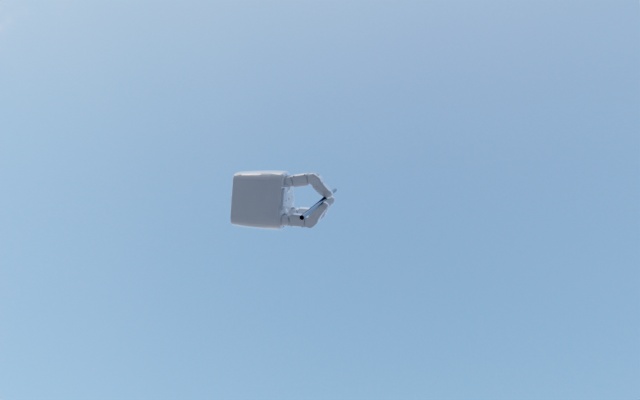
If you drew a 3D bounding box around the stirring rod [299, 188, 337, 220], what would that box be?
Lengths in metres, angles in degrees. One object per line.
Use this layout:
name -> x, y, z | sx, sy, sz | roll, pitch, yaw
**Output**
stirring rod -> 0.000, 0.003, 0.885 | 0.011, 0.011, 0.239 | 0, 12, 15
